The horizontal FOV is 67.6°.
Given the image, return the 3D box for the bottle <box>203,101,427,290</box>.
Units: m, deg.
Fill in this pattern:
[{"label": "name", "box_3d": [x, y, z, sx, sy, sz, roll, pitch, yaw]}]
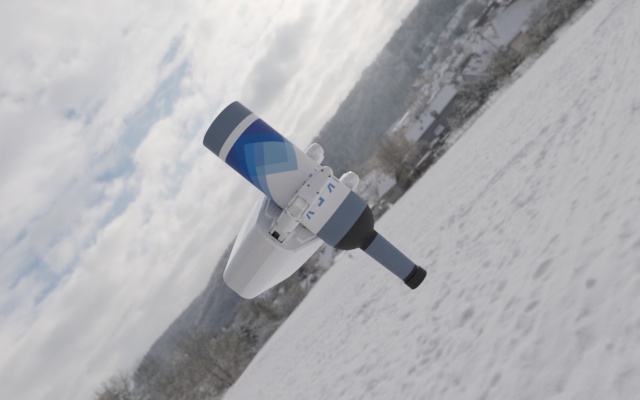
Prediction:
[{"label": "bottle", "box_3d": [0.000, 0.002, 0.554, 0.296, 0.069, 0.069, 38, 0, 0]}]
